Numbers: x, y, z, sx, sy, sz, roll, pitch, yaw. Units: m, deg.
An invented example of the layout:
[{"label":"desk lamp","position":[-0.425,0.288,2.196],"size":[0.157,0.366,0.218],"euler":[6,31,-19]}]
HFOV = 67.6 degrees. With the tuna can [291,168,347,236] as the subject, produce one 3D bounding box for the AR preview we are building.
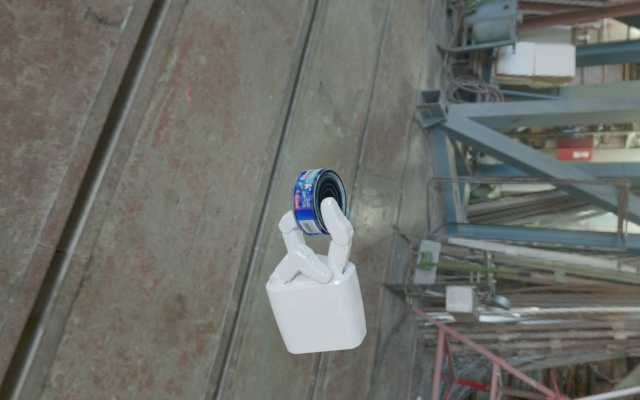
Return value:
[{"label":"tuna can","position":[0.001,0.002,0.609],"size":[0.034,0.086,0.086],"euler":[-4,-2,31]}]
